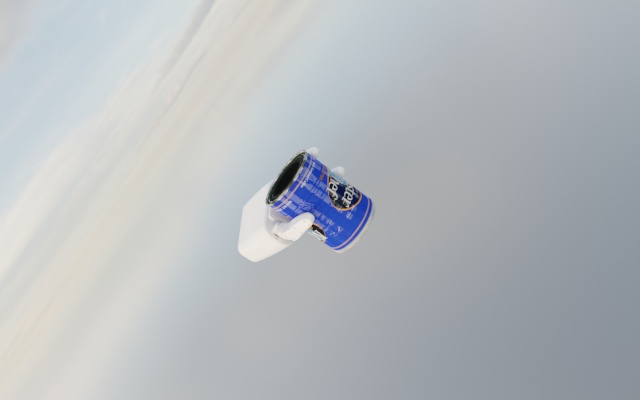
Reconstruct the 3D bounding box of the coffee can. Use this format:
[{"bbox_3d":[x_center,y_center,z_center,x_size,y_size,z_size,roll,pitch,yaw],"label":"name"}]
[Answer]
[{"bbox_3d":[0.000,0.003,0.747,0.140,0.103,0.103,35,-13,-19],"label":"coffee can"}]
